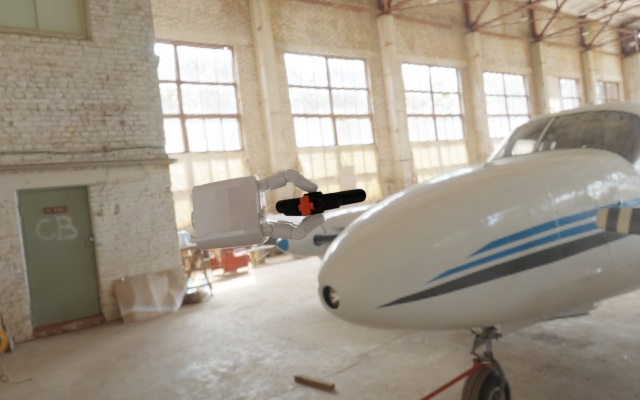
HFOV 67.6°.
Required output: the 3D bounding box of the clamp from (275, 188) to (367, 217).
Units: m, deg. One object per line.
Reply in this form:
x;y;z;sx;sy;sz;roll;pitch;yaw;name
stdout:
0.000;0.002;0.772;0.164;0.036;0.210;-9;1;0;clamp
